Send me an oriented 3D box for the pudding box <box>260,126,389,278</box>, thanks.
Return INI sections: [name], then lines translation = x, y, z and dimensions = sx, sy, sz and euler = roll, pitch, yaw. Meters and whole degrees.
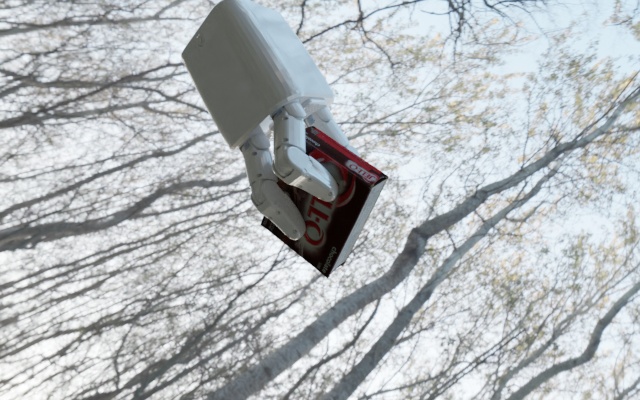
[pudding box]
translation = 0.000, 0.001, 0.444
dimensions = 0.090, 0.114, 0.039
euler = 37, 38, 21
